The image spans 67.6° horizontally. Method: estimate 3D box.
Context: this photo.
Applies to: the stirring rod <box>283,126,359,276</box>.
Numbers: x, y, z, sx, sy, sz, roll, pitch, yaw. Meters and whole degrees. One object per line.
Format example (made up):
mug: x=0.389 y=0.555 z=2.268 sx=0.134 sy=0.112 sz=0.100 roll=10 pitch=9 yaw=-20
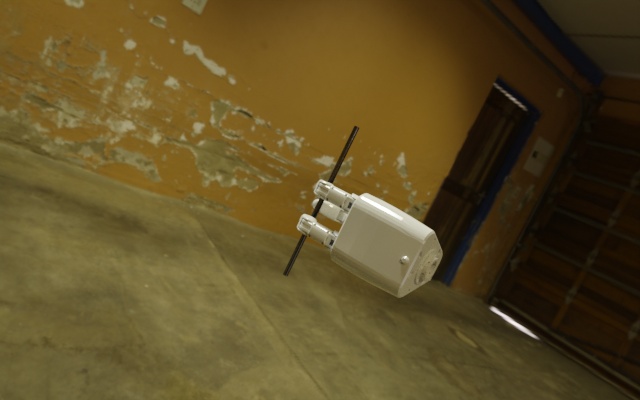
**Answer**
stirring rod: x=0.000 y=0.002 z=0.694 sx=0.011 sy=0.239 sz=0.011 roll=26 pitch=5 yaw=-2
